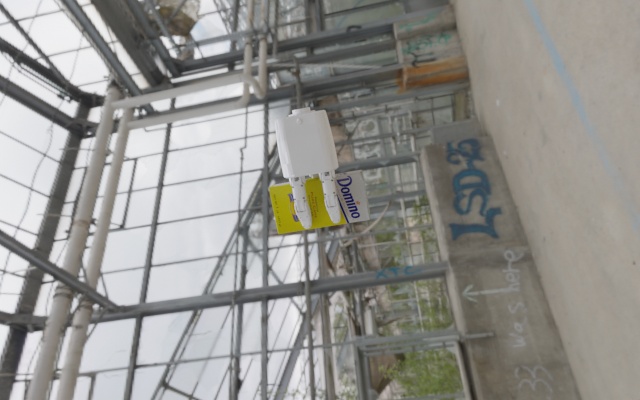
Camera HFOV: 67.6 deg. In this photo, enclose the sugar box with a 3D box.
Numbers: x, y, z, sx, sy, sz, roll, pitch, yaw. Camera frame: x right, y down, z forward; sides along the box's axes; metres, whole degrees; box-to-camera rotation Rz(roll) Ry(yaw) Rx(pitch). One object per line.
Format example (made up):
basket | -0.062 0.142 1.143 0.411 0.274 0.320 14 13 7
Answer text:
sugar box | 0.000 0.003 0.895 0.176 0.093 0.048 -10 10 8
